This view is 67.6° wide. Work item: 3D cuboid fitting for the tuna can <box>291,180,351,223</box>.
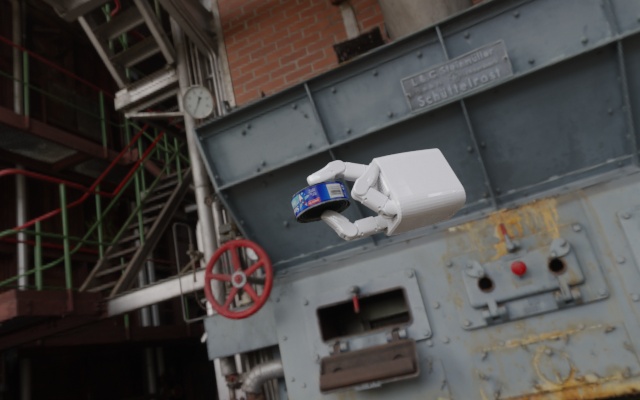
[{"bbox_3d":[0.000,0.002,0.719,0.086,0.033,0.086,-17,-17,-5],"label":"tuna can"}]
